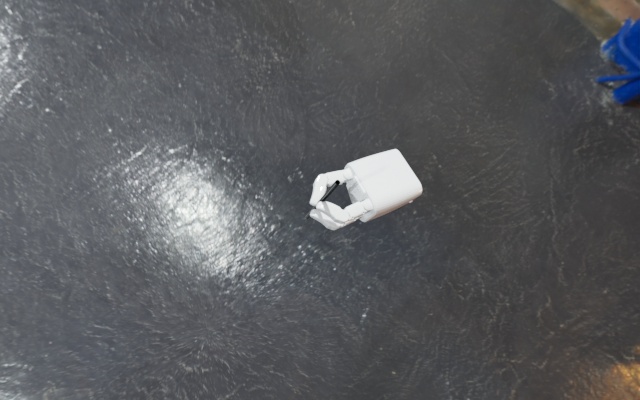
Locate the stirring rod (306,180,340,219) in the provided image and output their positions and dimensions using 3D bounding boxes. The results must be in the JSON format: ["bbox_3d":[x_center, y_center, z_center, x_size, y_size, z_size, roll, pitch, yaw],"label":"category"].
[{"bbox_3d":[0.000,0.003,0.847,0.011,0.011,0.239,0,-15,-13],"label":"stirring rod"}]
